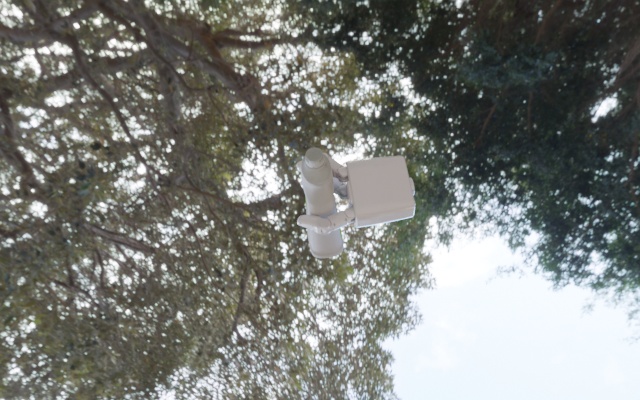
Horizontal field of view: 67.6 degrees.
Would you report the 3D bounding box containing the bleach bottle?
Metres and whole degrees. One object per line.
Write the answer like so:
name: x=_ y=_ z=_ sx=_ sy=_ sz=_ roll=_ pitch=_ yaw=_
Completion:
bleach bottle: x=0.000 y=0.003 z=0.862 sx=0.068 sy=0.102 sz=0.251 roll=-9 pitch=-34 yaw=-1
